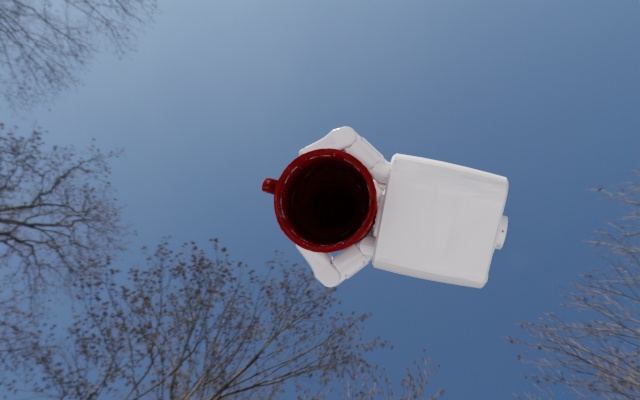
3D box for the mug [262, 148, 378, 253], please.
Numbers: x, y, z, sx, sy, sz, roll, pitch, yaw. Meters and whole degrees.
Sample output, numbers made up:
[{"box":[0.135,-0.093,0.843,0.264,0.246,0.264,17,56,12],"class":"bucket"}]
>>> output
[{"box":[-0.001,0.001,0.461,0.117,0.093,0.081,13,-4,13],"class":"mug"}]
